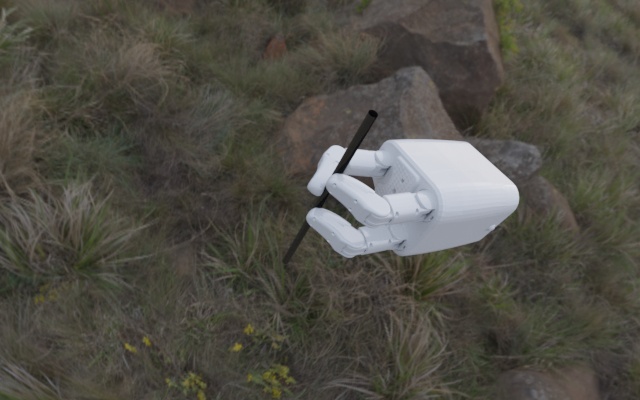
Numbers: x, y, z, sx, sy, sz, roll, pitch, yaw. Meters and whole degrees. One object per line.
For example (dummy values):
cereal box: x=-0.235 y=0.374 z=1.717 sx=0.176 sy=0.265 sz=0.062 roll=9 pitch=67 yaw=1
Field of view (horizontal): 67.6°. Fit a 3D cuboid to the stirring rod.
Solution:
stirring rod: x=0.000 y=0.001 z=0.455 sx=0.011 sy=0.011 sz=0.240 roll=0 pitch=-34 yaw=-24
